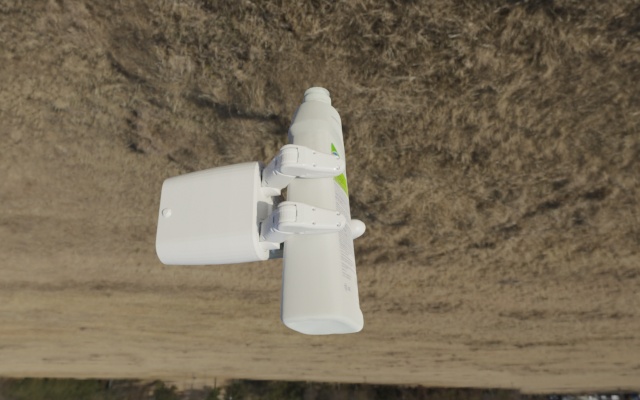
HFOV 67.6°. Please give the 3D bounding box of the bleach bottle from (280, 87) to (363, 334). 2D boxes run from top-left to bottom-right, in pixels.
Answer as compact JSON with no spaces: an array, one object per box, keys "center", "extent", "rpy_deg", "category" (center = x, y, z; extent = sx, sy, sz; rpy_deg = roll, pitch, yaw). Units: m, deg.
[{"center":[0.000,0.002,0.487],"extent":[0.068,0.250,0.103],"rpy_deg":[-6,-23,13],"category":"bleach bottle"}]
